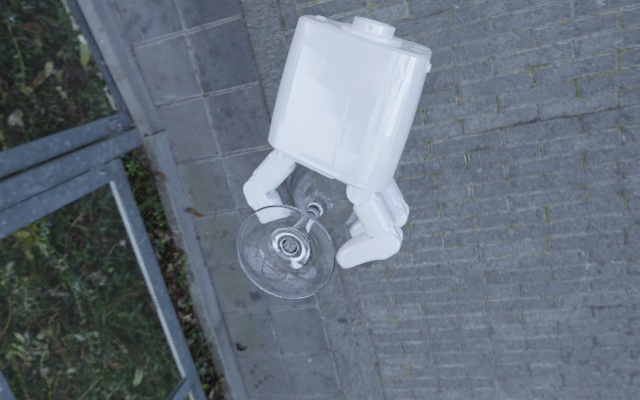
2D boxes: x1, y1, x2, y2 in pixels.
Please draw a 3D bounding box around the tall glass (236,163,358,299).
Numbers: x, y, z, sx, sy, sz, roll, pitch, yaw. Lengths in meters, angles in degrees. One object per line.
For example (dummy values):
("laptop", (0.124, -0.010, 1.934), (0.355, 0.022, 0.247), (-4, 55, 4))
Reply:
("tall glass", (0.000, 0.002, 0.426), (0.079, 0.079, 0.201), (0, 21, 16))
